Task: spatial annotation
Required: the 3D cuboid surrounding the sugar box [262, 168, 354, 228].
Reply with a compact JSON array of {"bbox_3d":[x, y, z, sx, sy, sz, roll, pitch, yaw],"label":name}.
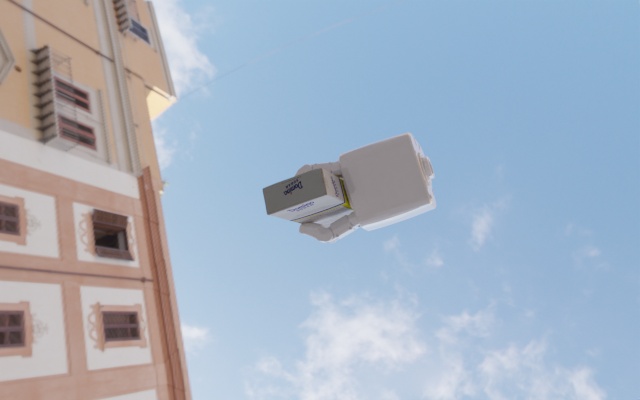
[{"bbox_3d":[0.000,0.002,0.701,0.093,0.048,0.176,-19,-19,20],"label":"sugar box"}]
